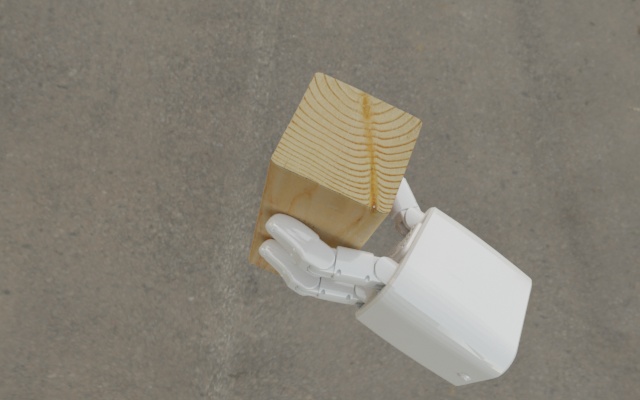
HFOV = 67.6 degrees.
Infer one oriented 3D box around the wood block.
[{"bbox_3d":[0.001,0.001,0.424,0.090,0.090,0.206,25,-29,0],"label":"wood block"}]
